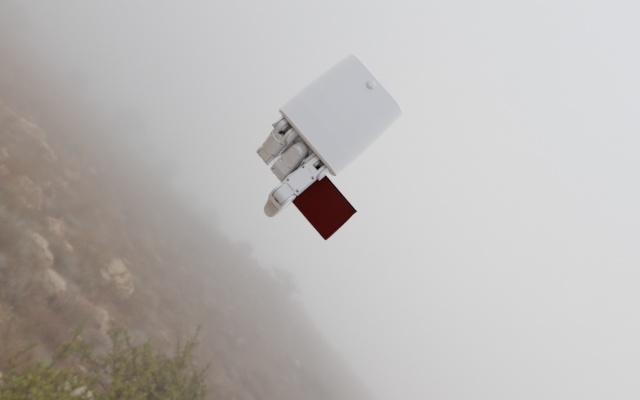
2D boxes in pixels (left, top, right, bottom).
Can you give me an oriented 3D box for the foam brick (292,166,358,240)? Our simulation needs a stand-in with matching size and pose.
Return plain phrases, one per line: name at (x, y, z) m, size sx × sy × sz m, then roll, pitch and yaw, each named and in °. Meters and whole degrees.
foam brick at (0.000, 0.002, 0.565) m, size 0.051 × 0.078 × 0.053 m, roll -40°, pitch -4°, yaw -1°
